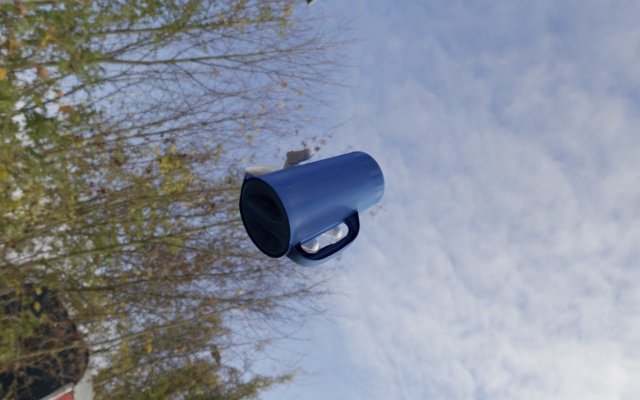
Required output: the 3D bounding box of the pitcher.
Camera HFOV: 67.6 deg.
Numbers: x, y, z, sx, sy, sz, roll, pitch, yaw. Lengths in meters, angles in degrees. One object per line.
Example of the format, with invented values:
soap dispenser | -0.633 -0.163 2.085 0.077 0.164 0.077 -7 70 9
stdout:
pitcher | 0.000 0.003 0.806 0.243 0.149 0.145 -22 20 -38
